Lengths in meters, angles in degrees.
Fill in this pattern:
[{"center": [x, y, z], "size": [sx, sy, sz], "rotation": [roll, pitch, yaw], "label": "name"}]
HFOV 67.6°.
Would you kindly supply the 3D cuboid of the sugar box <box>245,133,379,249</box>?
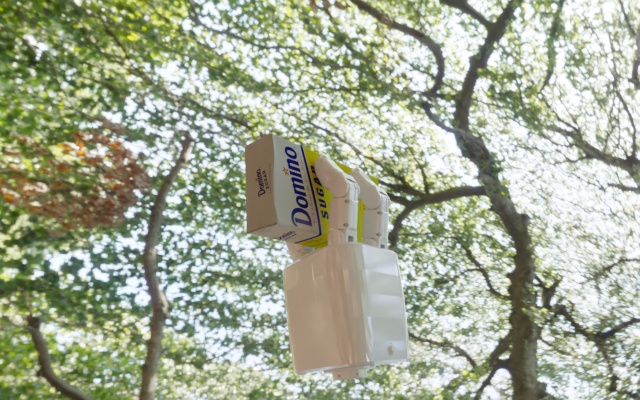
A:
[{"center": [0.001, 0.002, 0.505], "size": [0.048, 0.093, 0.176], "rotation": [-19, -24, 35], "label": "sugar box"}]
